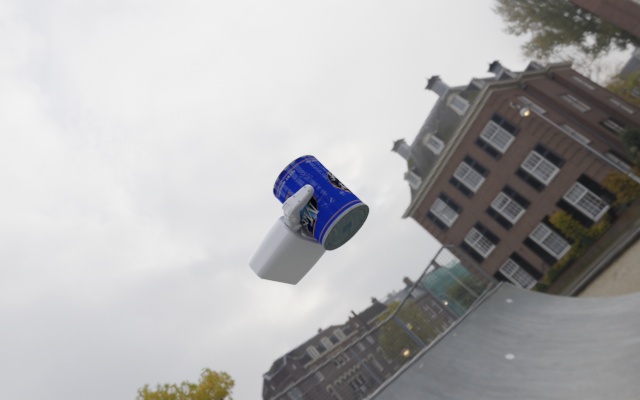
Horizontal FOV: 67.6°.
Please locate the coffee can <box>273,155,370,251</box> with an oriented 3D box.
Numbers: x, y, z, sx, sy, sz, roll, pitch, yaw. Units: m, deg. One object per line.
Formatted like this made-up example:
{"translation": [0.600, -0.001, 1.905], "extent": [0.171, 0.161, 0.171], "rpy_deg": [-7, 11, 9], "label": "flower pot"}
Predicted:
{"translation": [0.000, 0.003, 0.827], "extent": [0.140, 0.103, 0.103], "rpy_deg": [44, 22, 25], "label": "coffee can"}
